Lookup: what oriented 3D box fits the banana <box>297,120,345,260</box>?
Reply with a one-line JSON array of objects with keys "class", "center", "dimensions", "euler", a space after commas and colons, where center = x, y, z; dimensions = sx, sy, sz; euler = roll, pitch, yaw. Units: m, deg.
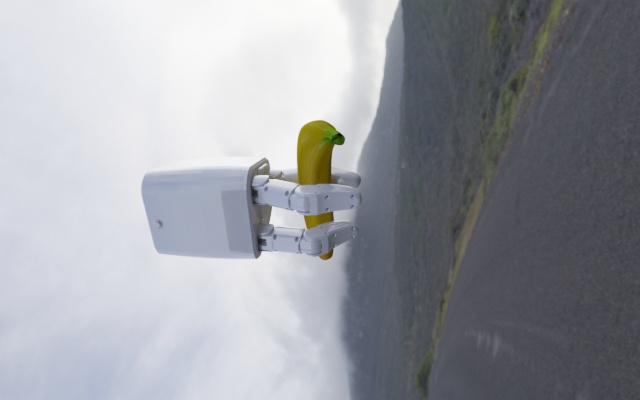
[{"class": "banana", "center": [-0.003, -0.015, 0.489], "dimensions": [0.037, 0.069, 0.198], "euler": [-8, -37, -6]}]
